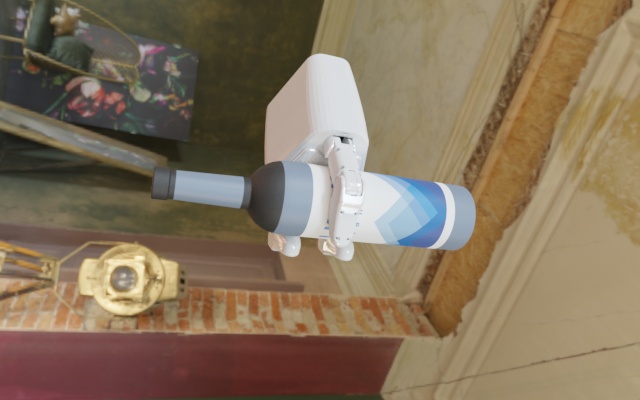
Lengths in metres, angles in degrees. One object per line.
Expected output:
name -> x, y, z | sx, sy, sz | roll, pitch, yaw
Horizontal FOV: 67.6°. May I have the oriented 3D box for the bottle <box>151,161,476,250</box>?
bottle -> 0.000, 0.002, 0.440 | 0.296, 0.069, 0.069 | 7, -2, -19
